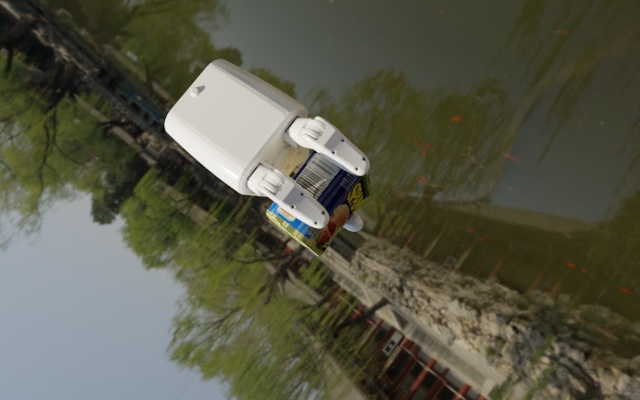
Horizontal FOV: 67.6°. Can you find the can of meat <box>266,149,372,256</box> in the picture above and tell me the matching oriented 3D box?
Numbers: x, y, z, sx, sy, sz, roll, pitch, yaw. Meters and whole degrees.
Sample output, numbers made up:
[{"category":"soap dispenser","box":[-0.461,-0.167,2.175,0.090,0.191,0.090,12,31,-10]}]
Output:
[{"category":"can of meat","box":[0.000,0.002,0.450,0.057,0.084,0.102,36,-6,15]}]
